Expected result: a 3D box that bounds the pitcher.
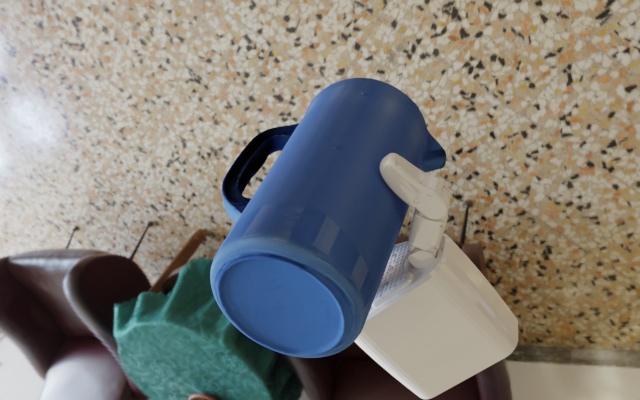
[{"bbox_3d":[0.000,0.001,0.401,0.149,0.145,0.242,-34,17,36],"label":"pitcher"}]
